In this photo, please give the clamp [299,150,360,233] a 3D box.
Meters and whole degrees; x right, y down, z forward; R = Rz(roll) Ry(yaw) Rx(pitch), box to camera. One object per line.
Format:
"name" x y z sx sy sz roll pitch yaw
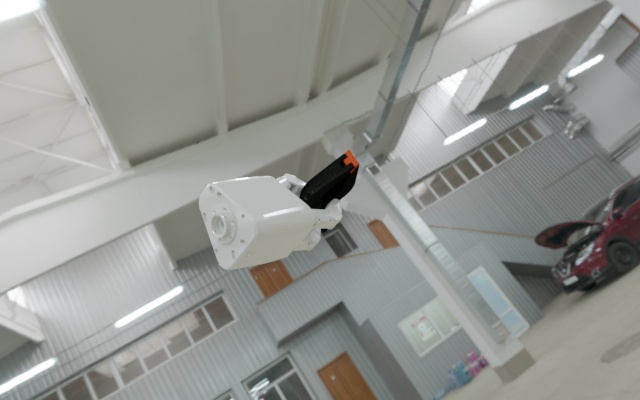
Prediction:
"clamp" 0.000 0.001 0.744 0.164 0.036 0.210 -8 -33 -51
